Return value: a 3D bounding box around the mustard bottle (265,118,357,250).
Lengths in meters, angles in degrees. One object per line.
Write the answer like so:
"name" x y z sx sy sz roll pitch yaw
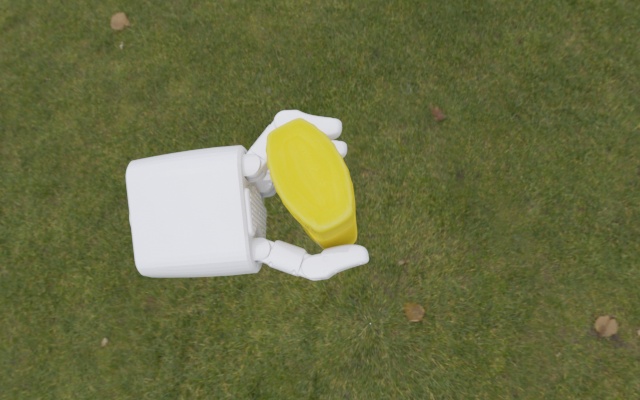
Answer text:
"mustard bottle" 0.000 0.001 0.454 0.058 0.096 0.192 -29 -15 -2
